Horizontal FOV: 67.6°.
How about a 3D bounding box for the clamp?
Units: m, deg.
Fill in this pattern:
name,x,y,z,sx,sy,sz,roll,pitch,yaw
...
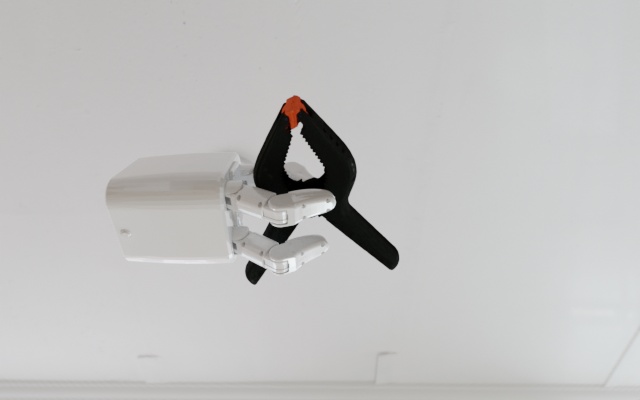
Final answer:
name,x,y,z,sx,sy,sz,roll,pitch,yaw
clamp,0.000,0.001,0.460,0.164,0.210,0.036,-2,37,-1
